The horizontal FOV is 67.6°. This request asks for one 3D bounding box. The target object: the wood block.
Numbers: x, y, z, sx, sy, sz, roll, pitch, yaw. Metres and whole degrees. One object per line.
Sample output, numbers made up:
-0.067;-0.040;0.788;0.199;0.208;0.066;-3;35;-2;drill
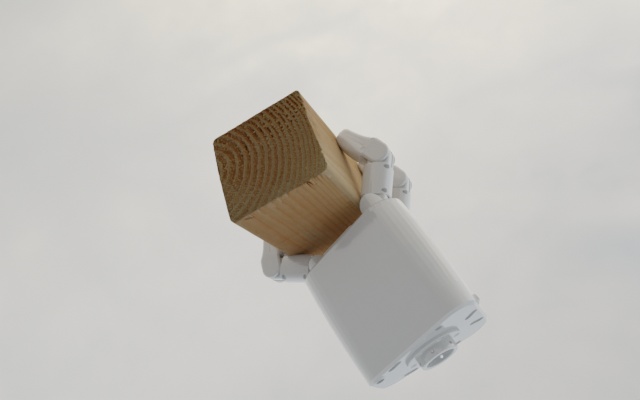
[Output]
0.000;0.002;0.463;0.091;0.090;0.206;-28;-33;13;wood block
